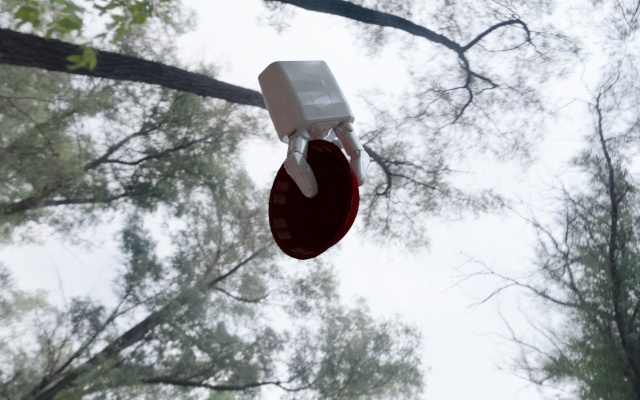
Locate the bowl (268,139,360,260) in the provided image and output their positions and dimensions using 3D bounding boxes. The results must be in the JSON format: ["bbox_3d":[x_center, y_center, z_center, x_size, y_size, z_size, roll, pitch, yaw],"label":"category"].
[{"bbox_3d":[0.000,0.003,0.645,0.055,0.162,0.162,14,-10,-43],"label":"bowl"}]
